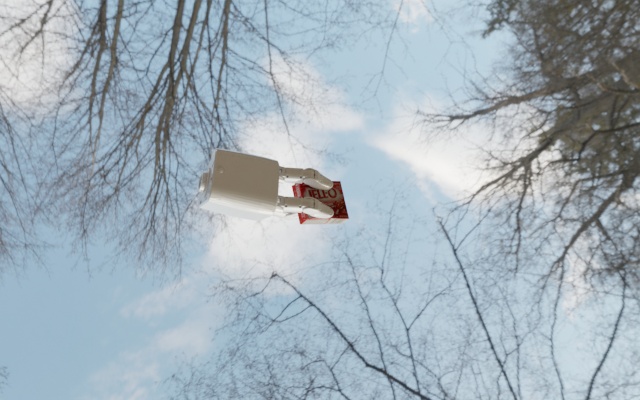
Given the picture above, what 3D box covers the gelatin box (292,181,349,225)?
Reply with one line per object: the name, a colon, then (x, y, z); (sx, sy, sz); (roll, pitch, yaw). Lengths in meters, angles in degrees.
gelatin box: (0.000, 0.003, 0.823); (0.089, 0.073, 0.030); (1, -24, -32)
